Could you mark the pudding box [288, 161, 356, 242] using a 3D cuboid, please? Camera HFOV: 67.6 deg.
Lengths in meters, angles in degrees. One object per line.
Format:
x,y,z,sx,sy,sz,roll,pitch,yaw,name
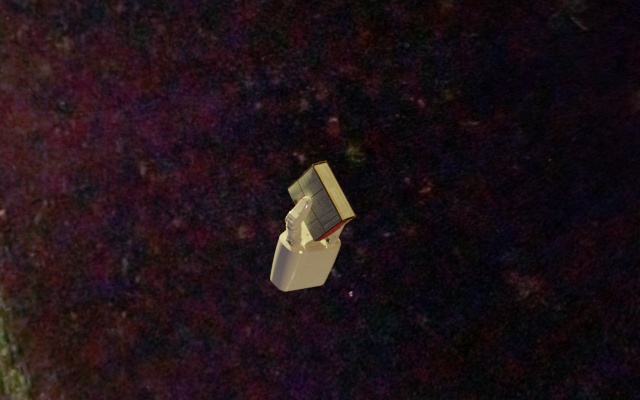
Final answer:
0.000,0.003,0.827,0.039,0.113,0.090,-19,-15,-43,pudding box
